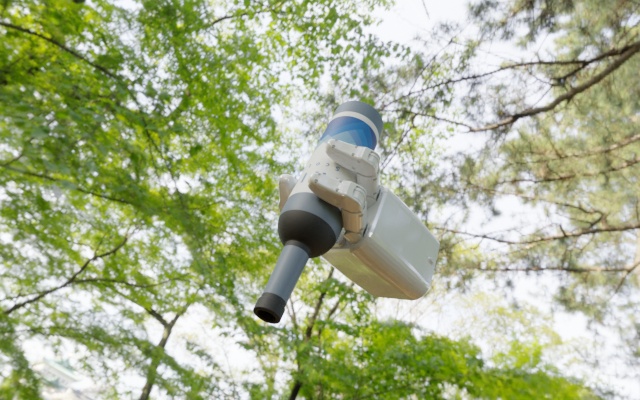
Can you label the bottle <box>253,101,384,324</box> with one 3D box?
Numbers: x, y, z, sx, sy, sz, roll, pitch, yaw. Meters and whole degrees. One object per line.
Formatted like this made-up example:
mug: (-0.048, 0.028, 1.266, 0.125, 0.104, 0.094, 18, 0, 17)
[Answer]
bottle: (0.000, 0.001, 0.526, 0.069, 0.295, 0.069, 15, -40, 13)
